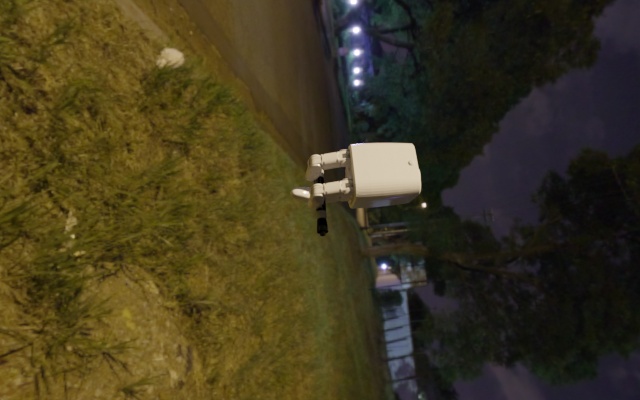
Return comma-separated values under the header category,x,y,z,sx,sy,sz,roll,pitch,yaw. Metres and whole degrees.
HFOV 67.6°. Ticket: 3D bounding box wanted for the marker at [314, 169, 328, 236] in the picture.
category,x,y,z,sx,sy,sz,roll,pitch,yaw
marker,0.000,0.003,0.806,0.020,0.121,0.020,-3,-26,-2
